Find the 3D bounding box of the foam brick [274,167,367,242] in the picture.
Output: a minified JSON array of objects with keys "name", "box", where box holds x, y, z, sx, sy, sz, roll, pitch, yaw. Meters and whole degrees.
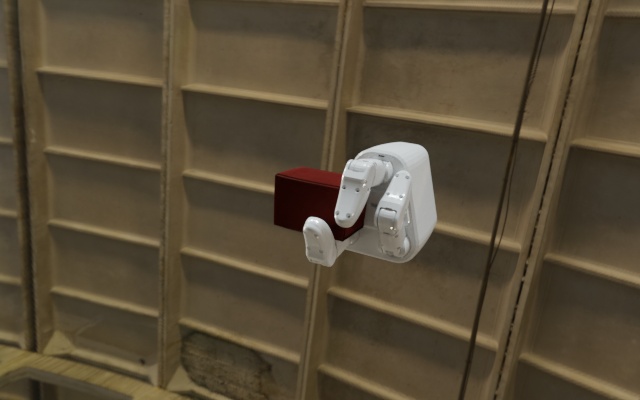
[{"name":"foam brick","box":[0.000,0.001,0.466,0.078,0.053,0.051,13,18,23]}]
